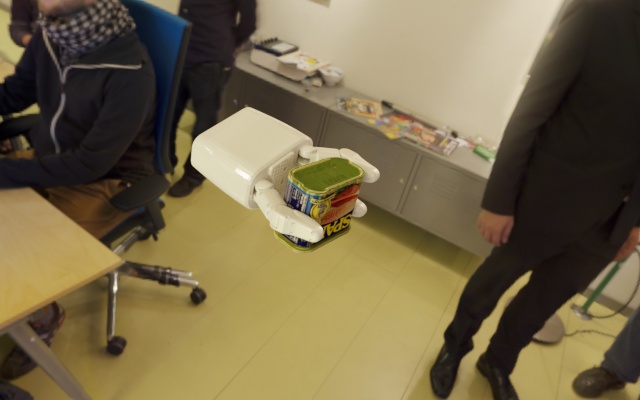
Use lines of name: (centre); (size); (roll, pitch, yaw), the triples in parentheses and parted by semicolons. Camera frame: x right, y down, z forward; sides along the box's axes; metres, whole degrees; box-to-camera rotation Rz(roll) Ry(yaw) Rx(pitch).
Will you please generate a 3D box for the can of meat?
can of meat: (0.000, 0.002, 0.560); (0.057, 0.084, 0.102); (35, 38, 29)
